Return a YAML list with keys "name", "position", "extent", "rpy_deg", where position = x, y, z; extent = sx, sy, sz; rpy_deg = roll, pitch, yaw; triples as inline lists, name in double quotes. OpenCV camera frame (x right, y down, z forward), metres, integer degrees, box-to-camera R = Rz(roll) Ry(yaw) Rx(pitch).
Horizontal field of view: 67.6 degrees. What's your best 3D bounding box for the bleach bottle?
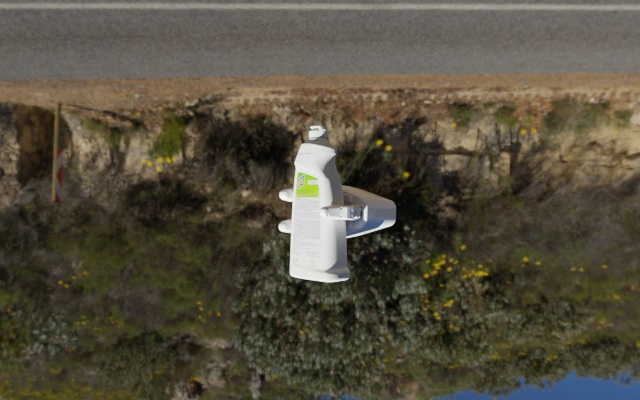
- name: "bleach bottle"
  position: [0.000, 0.003, 0.792]
  extent: [0.102, 0.251, 0.068]
  rpy_deg: [1, -1, 40]
